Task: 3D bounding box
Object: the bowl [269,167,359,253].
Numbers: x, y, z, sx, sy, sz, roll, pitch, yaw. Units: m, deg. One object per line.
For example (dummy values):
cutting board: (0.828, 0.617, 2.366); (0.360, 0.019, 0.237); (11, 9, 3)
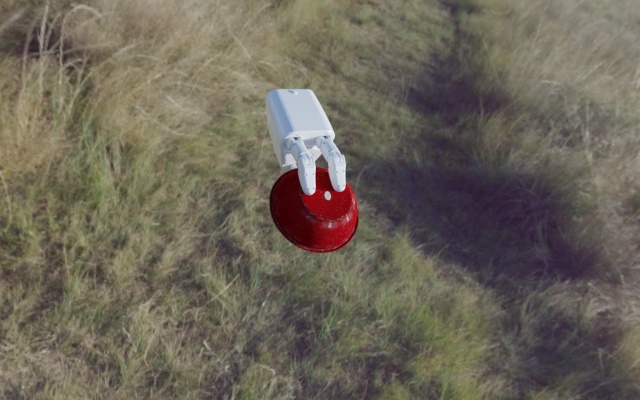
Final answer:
bowl: (0.001, 0.004, 0.787); (0.162, 0.162, 0.055); (0, -26, -24)
